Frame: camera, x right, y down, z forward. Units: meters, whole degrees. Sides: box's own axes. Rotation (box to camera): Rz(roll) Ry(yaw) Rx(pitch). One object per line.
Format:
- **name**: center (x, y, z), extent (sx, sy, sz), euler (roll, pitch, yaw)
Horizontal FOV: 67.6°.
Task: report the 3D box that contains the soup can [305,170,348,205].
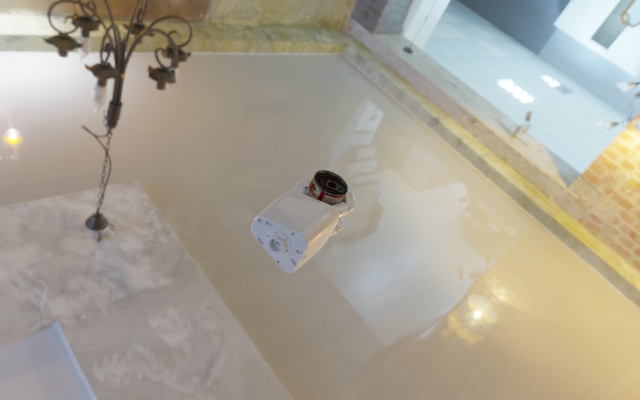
- **soup can**: center (0.000, 0.003, 0.899), extent (0.068, 0.102, 0.068), euler (18, 38, -14)
